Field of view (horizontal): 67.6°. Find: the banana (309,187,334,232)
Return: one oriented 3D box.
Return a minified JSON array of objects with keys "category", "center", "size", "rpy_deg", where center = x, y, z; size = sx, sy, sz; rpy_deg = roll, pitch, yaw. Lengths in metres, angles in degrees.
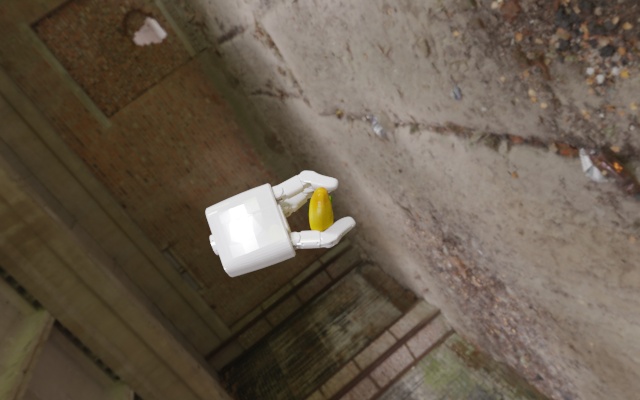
[{"category":"banana","center":[0.001,0.021,0.748],"size":[0.037,0.069,0.198],"rpy_deg":[-3,-3,2]}]
